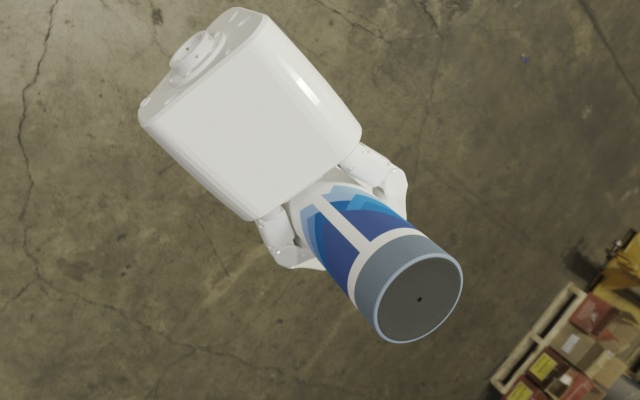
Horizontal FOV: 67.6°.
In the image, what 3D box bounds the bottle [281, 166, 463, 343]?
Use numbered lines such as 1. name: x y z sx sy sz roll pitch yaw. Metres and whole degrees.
1. bottle: 0.000 0.002 0.413 0.069 0.069 0.295 0 24 -27
